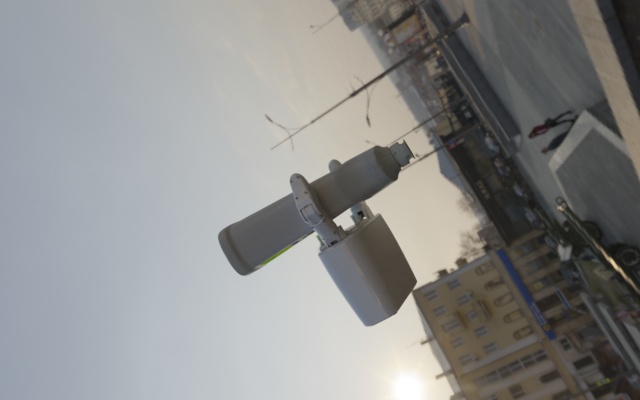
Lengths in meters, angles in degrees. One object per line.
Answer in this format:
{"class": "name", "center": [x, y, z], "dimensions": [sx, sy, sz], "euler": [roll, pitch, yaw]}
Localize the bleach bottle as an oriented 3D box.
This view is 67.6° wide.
{"class": "bleach bottle", "center": [0.000, 0.002, 0.592], "dimensions": [0.251, 0.068, 0.102], "euler": [-31, -2, 15]}
